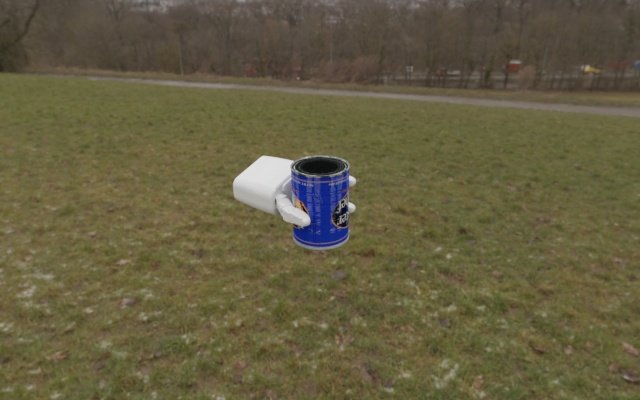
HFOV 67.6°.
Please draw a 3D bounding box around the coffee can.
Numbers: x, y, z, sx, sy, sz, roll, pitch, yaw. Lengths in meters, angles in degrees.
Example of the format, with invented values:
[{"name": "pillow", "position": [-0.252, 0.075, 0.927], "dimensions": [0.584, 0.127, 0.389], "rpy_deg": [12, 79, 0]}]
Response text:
[{"name": "coffee can", "position": [0.000, 0.003, 0.846], "dimensions": [0.103, 0.140, 0.102], "rpy_deg": [-1, 25, 0]}]
